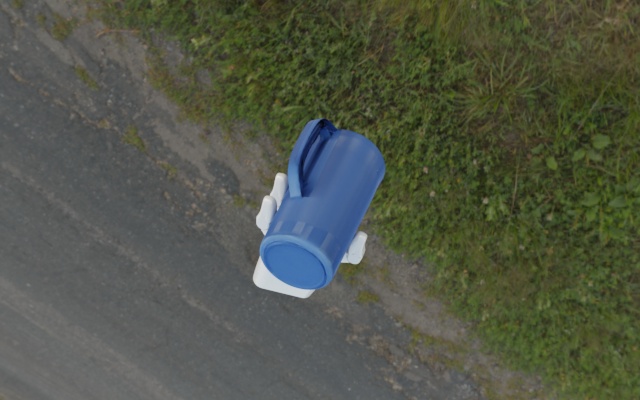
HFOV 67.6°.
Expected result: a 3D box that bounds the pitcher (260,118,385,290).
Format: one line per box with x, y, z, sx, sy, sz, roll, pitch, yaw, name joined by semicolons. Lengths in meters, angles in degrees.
0.000;0.002;0.712;0.149;0.242;0.145;29;-44;-2;pitcher
